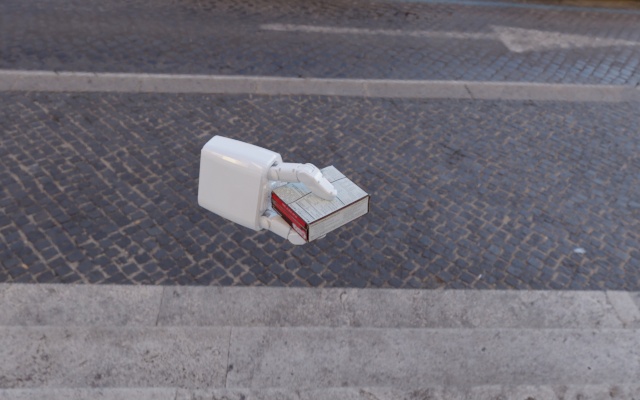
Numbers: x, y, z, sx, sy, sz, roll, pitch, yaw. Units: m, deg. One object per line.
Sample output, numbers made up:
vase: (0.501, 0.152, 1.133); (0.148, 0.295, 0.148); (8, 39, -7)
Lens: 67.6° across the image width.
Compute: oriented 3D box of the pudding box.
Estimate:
pudding box: (0.000, 0.002, 0.673); (0.113, 0.039, 0.090); (-26, 48, -27)
